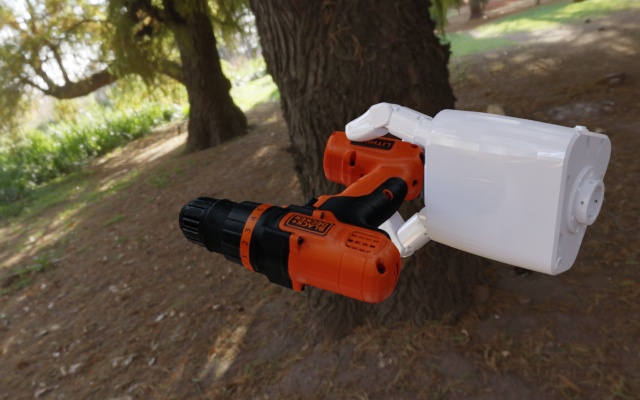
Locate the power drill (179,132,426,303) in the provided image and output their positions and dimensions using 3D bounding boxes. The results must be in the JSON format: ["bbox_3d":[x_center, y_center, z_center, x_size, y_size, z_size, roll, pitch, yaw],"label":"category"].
[{"bbox_3d":[0.001,0.001,0.411,0.184,0.057,0.187,15,36,23],"label":"power drill"}]
